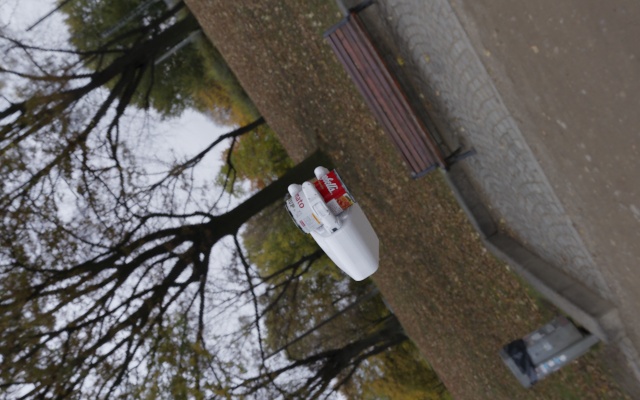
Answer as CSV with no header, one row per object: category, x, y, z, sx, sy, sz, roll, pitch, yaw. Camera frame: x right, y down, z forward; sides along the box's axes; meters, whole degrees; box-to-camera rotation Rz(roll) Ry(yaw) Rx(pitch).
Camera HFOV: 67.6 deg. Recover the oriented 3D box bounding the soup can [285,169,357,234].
soup can,0.000,0.002,0.804,0.102,0.068,0.068,-33,-4,6
